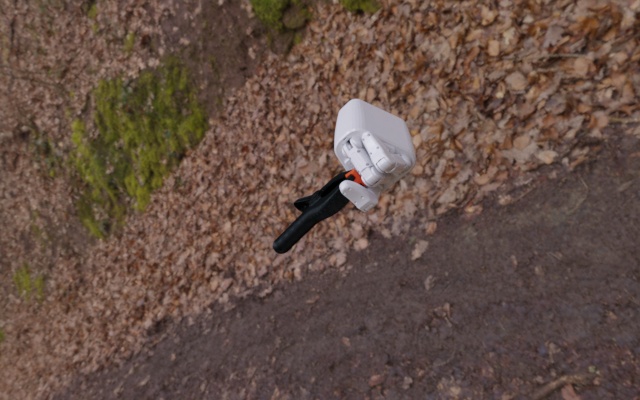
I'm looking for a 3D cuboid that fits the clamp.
[{"bbox_3d":[0.000,0.002,0.714,0.171,0.039,0.120,-36,25,27],"label":"clamp"}]
